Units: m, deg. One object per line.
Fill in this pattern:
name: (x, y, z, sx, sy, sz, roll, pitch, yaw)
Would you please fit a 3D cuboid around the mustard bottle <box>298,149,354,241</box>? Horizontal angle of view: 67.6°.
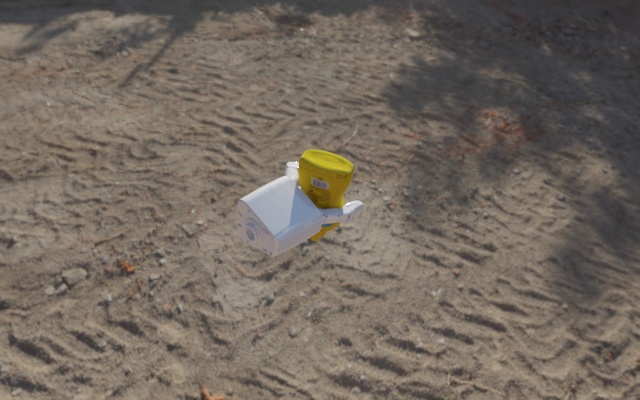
mustard bottle: (0.000, 0.003, 0.889, 0.096, 0.192, 0.058, 18, 40, 11)
